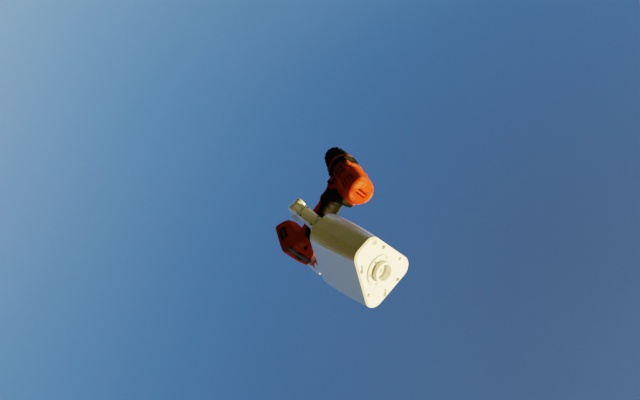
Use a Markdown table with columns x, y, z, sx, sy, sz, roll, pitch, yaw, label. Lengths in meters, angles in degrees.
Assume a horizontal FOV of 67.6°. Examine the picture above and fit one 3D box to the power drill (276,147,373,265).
| x | y | z | sx | sy | sz | roll | pitch | yaw | label |
| --- | --- | --- | --- | --- | --- | --- | --- | --- | --- |
| 0.000 | 0.003 | 0.817 | 0.057 | 0.188 | 0.184 | 33 | 13 | -23 | power drill |
